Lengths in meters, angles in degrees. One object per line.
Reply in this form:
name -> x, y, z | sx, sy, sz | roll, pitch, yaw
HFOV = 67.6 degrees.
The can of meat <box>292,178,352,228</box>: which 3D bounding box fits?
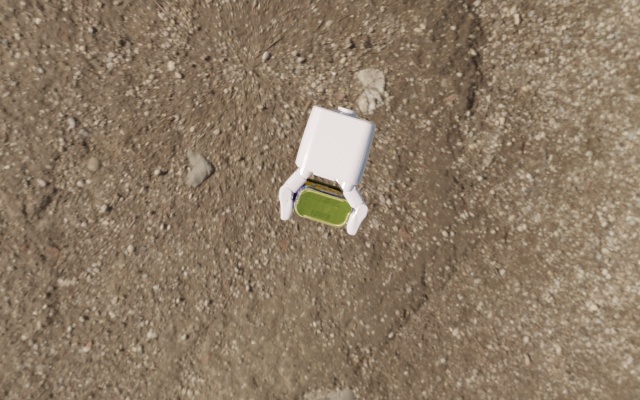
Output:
can of meat -> 0.000, 0.003, 0.848 | 0.102, 0.057, 0.084 | 17, 12, -13
